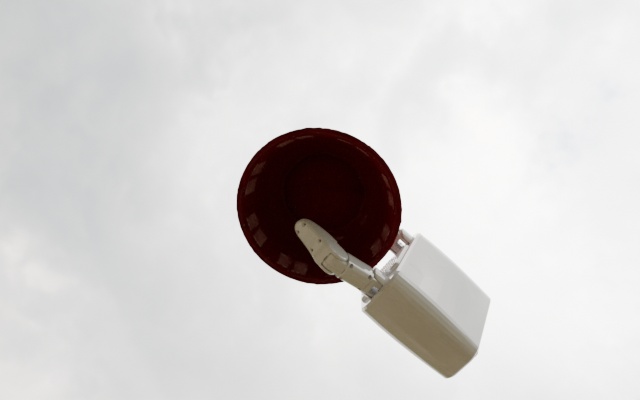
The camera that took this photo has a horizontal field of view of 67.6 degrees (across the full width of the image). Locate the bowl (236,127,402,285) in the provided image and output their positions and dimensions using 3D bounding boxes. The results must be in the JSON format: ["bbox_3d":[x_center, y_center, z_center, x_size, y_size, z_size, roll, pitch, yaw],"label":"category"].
[{"bbox_3d":[-0.001,0.000,0.484,0.162,0.162,0.055,0,20,7],"label":"bowl"}]
